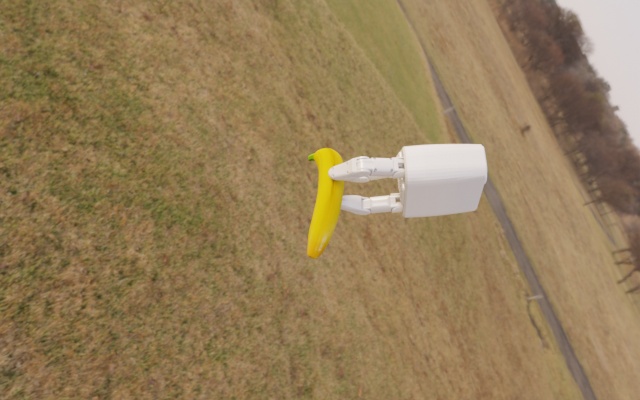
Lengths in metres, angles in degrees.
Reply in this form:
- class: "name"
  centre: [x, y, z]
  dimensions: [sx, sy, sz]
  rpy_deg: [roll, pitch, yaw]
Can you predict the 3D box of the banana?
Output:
- class: "banana"
  centre: [0.008, -0.011, 0.677]
  dimensions: [0.037, 0.197, 0.070]
  rpy_deg: [18, -44, -17]
